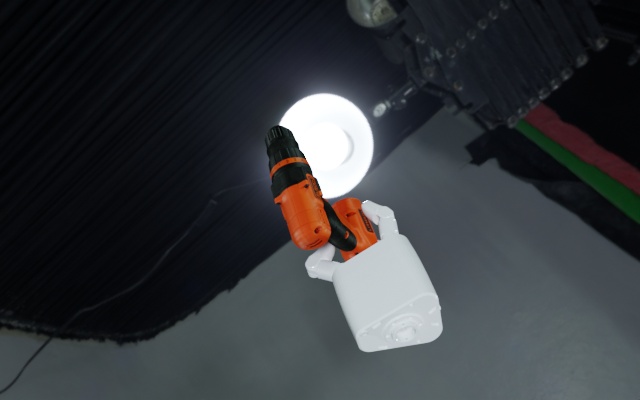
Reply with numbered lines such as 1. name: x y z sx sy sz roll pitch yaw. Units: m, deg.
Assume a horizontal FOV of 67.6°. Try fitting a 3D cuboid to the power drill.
1. power drill: 0.000 0.002 0.644 0.057 0.184 0.188 -31 -35 19
